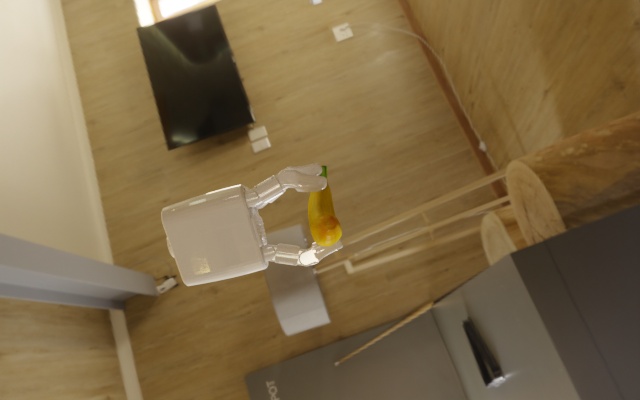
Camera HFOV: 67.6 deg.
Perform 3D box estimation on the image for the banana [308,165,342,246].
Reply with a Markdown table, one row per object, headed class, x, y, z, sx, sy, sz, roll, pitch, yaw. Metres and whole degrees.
| class | x | y | z | sx | sy | sz | roll | pitch | yaw |
| --- | --- | --- | --- | --- | --- | --- | --- | --- | --- |
| banana | 0.002 | 0.018 | 0.606 | 0.037 | 0.070 | 0.197 | -9 | 22 | -1 |
